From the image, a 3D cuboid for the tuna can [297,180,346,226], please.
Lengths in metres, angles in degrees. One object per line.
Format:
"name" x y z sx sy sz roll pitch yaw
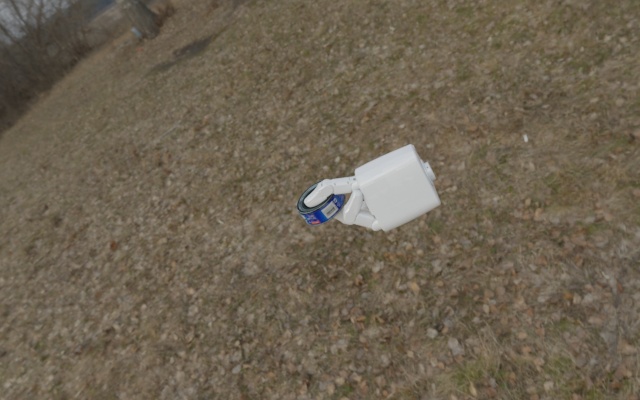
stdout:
"tuna can" 0.000 0.002 0.855 0.086 0.086 0.034 0 -42 47
